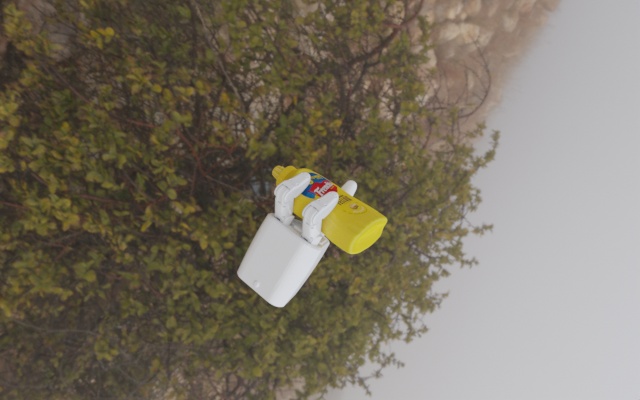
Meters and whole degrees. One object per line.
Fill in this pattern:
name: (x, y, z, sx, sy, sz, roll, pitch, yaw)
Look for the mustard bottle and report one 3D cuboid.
mustard bottle: (0.000, 0.002, 0.721, 0.191, 0.058, 0.096, 35, 33, 24)
